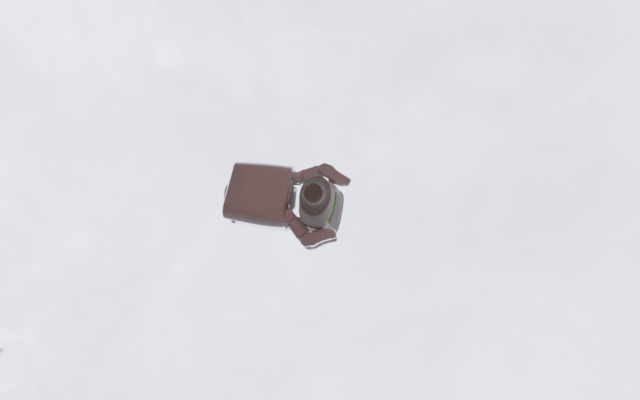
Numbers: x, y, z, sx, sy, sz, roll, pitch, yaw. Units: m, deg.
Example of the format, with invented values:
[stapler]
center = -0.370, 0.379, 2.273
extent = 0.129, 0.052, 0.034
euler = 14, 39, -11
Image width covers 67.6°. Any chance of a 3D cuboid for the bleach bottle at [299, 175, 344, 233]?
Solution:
[bleach bottle]
center = 0.000, 0.003, 0.821
extent = 0.068, 0.102, 0.251
euler = 8, -10, 6
